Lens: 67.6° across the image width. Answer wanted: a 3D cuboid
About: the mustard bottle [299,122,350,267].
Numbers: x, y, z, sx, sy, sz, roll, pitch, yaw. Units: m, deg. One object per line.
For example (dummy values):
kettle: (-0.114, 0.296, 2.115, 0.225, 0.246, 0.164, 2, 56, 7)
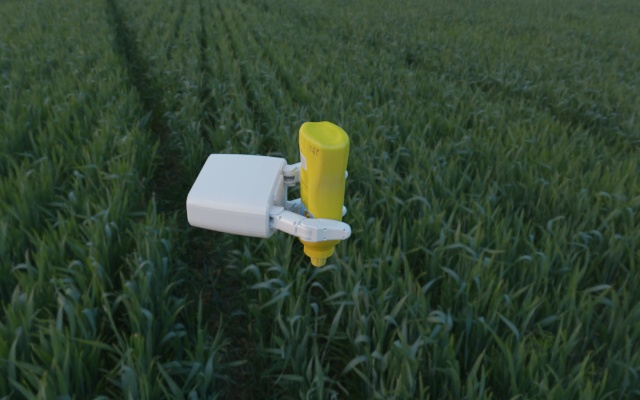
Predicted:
mustard bottle: (0.000, 0.002, 0.618, 0.058, 0.192, 0.096, -5, 28, -14)
